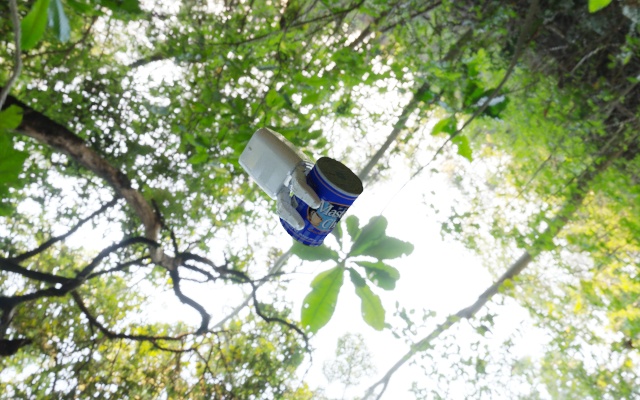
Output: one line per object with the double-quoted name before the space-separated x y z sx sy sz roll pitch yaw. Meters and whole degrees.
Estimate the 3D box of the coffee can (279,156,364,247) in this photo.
"coffee can" 0.000 0.003 0.896 0.103 0.140 0.102 28 28 -17
